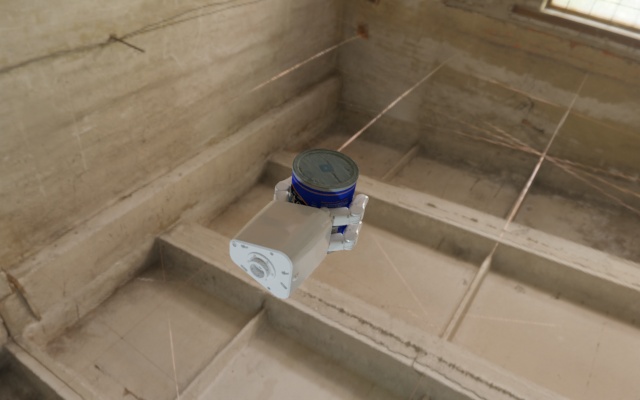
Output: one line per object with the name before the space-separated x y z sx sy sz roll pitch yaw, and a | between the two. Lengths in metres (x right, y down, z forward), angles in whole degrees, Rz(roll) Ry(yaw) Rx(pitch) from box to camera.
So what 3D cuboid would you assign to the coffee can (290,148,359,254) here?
coffee can | 0.000 0.002 0.768 0.103 0.140 0.102 5 40 -4
